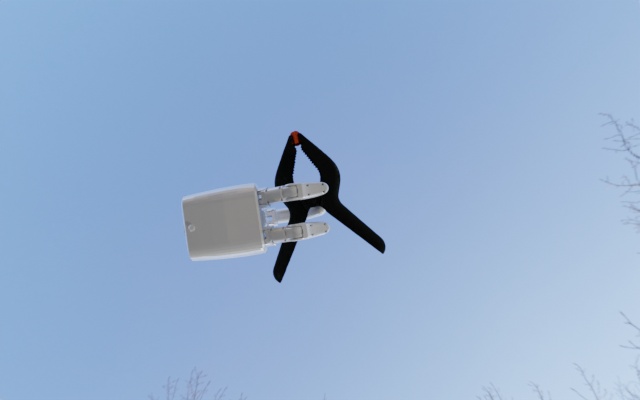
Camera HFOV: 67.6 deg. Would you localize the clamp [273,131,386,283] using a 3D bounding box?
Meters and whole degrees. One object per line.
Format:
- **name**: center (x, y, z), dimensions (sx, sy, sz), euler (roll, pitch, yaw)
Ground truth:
- **clamp**: center (0.000, 0.002, 0.685), dimensions (0.164, 0.210, 0.036), euler (-9, -2, -2)
